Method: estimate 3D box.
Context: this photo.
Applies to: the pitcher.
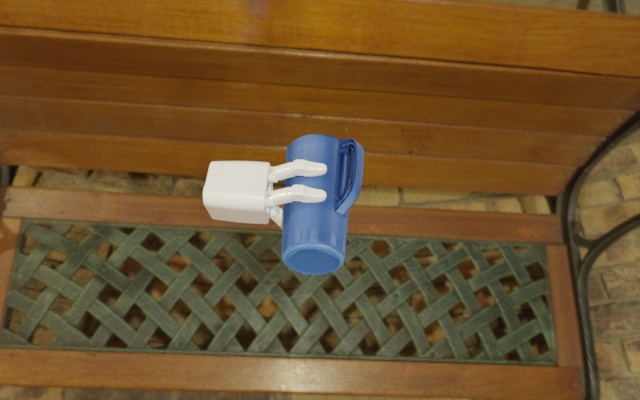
[{"bbox_3d":[0.000,0.003,0.869,0.145,0.242,0.149,4,-35,-1],"label":"pitcher"}]
